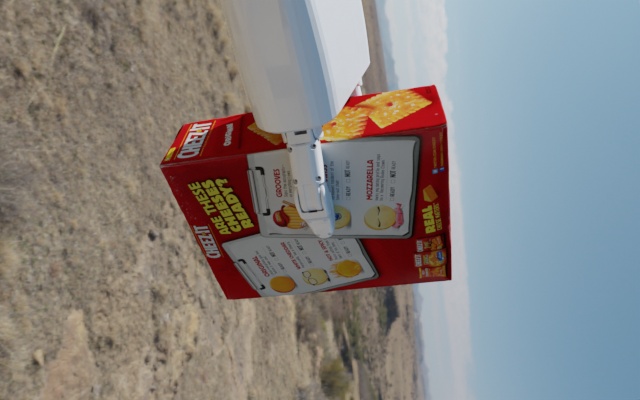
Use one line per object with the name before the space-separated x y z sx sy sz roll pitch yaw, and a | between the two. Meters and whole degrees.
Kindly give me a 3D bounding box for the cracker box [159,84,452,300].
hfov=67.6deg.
cracker box | 0.000 0.001 0.413 0.214 0.164 0.072 -7 39 10
